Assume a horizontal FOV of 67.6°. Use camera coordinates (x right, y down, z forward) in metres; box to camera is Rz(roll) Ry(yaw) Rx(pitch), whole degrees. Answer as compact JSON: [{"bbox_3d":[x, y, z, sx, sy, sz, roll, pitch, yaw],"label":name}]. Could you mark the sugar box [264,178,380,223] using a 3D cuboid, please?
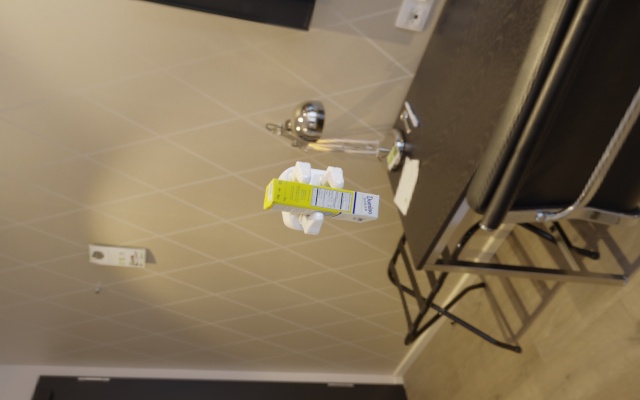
[{"bbox_3d":[0.000,0.002,0.792,0.176,0.048,0.093,6,-8,-13],"label":"sugar box"}]
